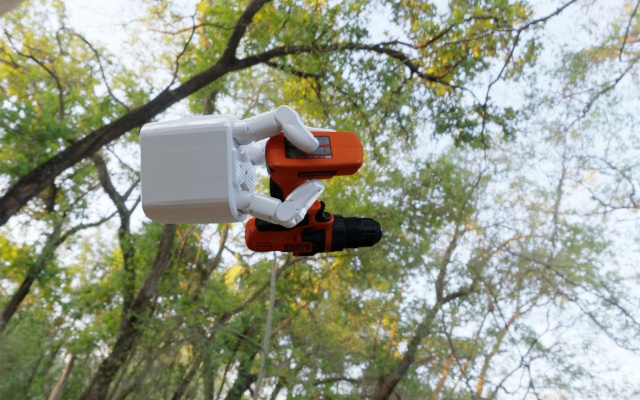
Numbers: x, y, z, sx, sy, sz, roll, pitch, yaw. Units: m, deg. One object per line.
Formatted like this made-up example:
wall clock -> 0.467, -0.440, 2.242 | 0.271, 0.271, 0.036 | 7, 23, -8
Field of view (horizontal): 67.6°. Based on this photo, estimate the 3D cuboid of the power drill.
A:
power drill -> 0.000, 0.002, 0.581 | 0.184, 0.057, 0.188 | -2, -40, -10
